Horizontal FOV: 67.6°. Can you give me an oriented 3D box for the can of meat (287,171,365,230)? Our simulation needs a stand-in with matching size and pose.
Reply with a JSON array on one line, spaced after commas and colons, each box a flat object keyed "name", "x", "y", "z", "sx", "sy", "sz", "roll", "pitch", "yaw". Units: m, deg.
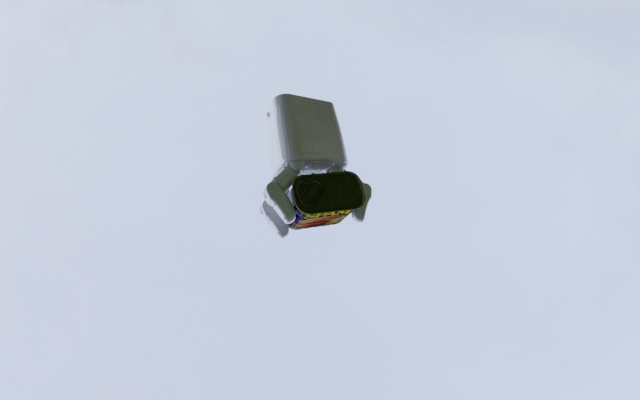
[{"name": "can of meat", "x": 0.000, "y": 0.002, "z": 0.685, "sx": 0.102, "sy": 0.057, "sz": 0.084, "roll": -6, "pitch": -18, "yaw": -20}]
